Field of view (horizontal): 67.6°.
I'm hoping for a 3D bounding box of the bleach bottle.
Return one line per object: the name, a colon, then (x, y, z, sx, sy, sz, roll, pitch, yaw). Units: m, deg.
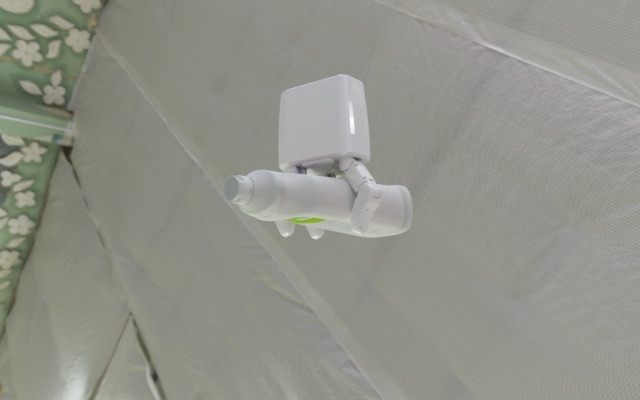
bleach bottle: (0.000, 0.002, 0.585, 0.251, 0.068, 0.102, 10, -18, -44)
